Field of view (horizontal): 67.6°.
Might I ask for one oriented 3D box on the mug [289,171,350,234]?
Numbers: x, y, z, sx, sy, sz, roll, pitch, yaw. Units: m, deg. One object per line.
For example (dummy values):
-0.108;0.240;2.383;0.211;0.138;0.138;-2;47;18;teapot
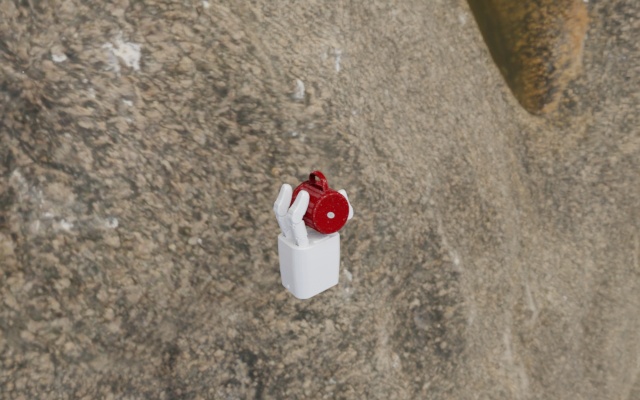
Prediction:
0.000;0.002;0.888;0.093;0.117;0.081;-12;21;-29;mug
